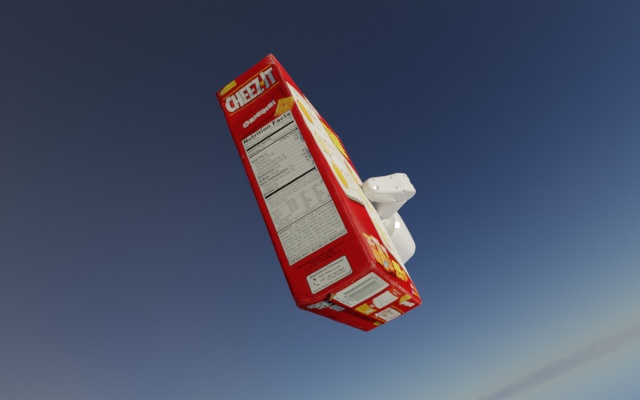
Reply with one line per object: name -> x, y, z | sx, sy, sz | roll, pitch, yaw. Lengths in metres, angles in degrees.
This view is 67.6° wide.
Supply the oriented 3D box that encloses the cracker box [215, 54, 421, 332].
cracker box -> 0.000, 0.001, 0.433 | 0.072, 0.213, 0.164 | -31, -28, 10
